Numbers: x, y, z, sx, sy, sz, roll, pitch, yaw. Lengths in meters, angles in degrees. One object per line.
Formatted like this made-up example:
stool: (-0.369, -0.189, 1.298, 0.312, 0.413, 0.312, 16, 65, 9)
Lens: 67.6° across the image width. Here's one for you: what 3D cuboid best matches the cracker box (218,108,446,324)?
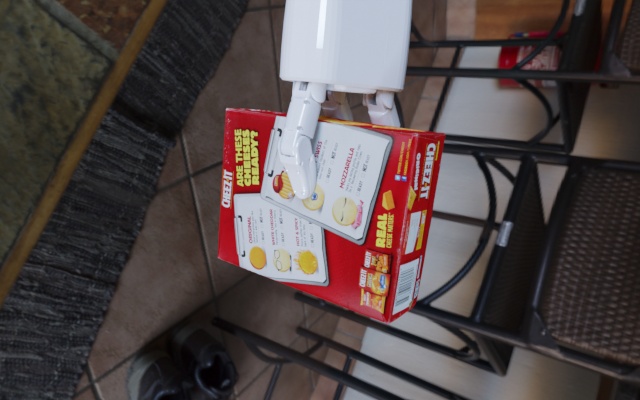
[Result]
cracker box: (0.000, 0.002, 0.467, 0.213, 0.164, 0.072, 14, 14, 34)
